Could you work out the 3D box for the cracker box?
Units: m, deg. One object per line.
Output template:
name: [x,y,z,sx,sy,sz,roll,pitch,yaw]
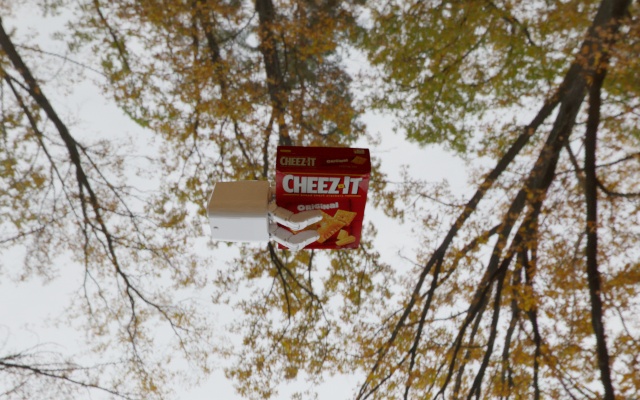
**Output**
cracker box: [0.000,0.003,0.884,0.164,0.072,0.214,1,-44,-3]
